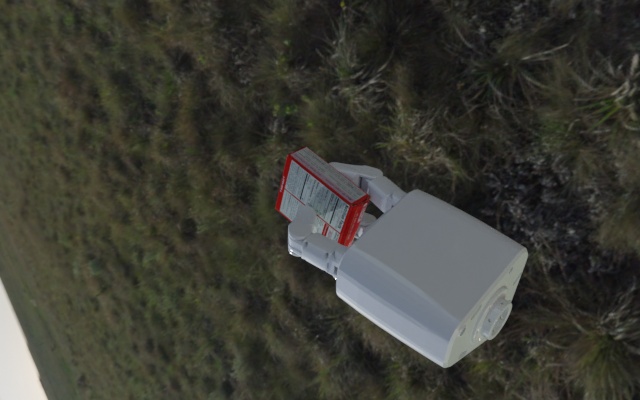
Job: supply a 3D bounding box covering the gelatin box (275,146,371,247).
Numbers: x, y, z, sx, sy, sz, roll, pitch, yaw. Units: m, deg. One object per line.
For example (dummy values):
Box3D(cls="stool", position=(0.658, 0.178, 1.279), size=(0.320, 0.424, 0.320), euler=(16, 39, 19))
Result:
Box3D(cls="gelatin box", position=(0.000, 0.002, 0.469), size=(0.089, 0.073, 0.030), euler=(38, 45, 23))
